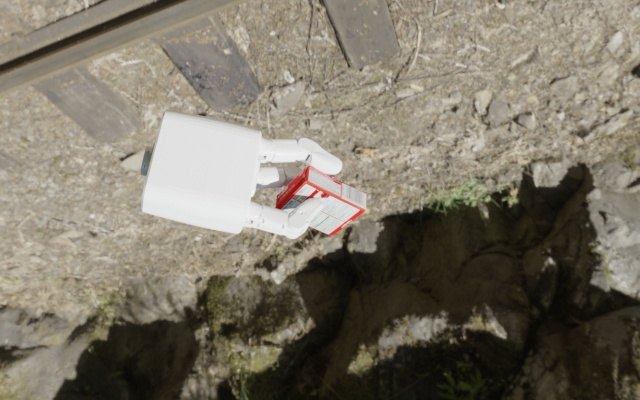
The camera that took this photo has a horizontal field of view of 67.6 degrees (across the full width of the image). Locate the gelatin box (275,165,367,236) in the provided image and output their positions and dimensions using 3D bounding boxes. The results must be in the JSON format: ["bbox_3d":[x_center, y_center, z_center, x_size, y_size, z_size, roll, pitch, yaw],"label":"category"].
[{"bbox_3d":[0.000,0.002,0.582,0.089,0.030,0.073,25,-42,-22],"label":"gelatin box"}]
